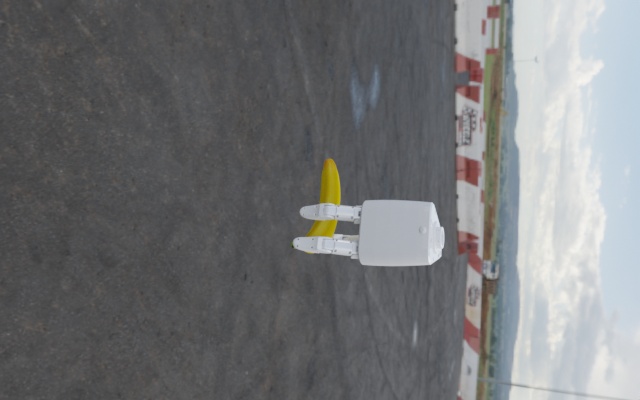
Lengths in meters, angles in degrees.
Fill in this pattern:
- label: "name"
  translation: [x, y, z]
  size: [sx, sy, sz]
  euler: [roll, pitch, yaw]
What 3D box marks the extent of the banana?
- label: "banana"
  translation: [0.006, 0.018, 0.806]
  size: [0.037, 0.197, 0.070]
  euler: [-3, -43, 26]
